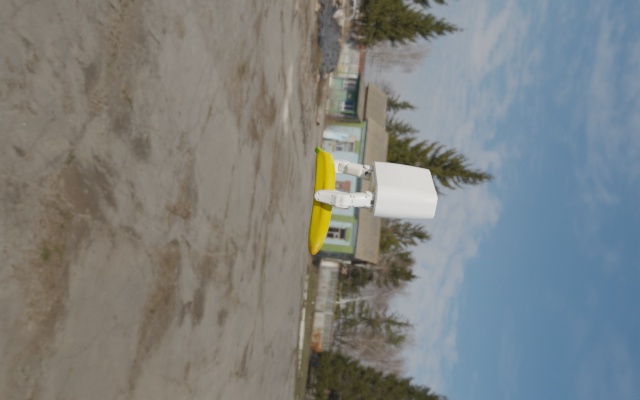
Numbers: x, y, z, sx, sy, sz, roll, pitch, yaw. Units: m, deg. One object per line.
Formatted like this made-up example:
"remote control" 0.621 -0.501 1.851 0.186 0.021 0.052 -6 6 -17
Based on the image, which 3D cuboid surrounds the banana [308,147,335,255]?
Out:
"banana" 0.003 -0.002 0.845 0.037 0.198 0.069 6 -6 -7
